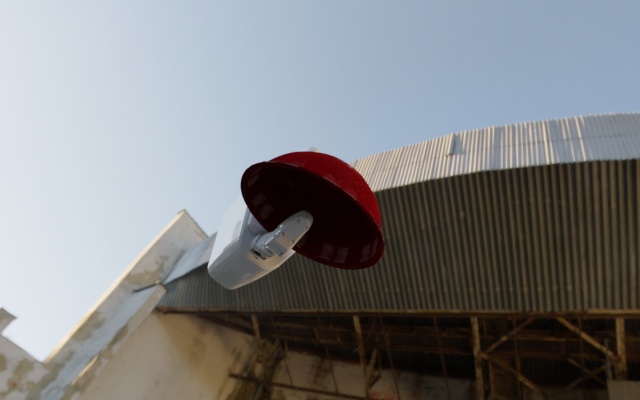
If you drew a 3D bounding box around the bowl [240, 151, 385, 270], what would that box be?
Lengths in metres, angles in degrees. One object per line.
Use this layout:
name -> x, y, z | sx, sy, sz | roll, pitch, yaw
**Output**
bowl -> 0.001, 0.001, 0.491 | 0.162, 0.055, 0.162 | 23, -32, 15
